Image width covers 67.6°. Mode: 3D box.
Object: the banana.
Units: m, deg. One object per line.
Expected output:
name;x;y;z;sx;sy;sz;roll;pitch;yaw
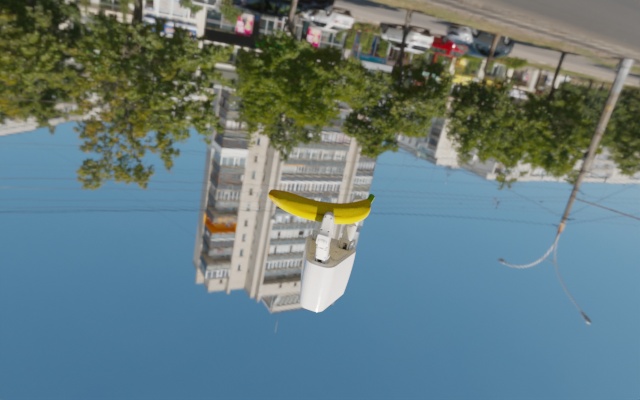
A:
banana;0.006;0.012;0.850;0.198;0.037;0.069;4;29;-12
